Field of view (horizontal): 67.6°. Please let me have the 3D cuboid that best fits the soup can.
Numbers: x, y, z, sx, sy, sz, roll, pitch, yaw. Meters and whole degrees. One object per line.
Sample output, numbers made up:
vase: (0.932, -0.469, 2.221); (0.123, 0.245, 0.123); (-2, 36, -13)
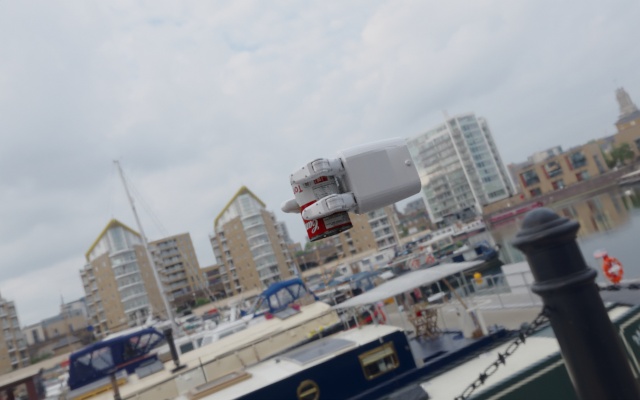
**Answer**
soup can: (0.000, 0.002, 0.707); (0.068, 0.102, 0.068); (-19, -8, -3)
